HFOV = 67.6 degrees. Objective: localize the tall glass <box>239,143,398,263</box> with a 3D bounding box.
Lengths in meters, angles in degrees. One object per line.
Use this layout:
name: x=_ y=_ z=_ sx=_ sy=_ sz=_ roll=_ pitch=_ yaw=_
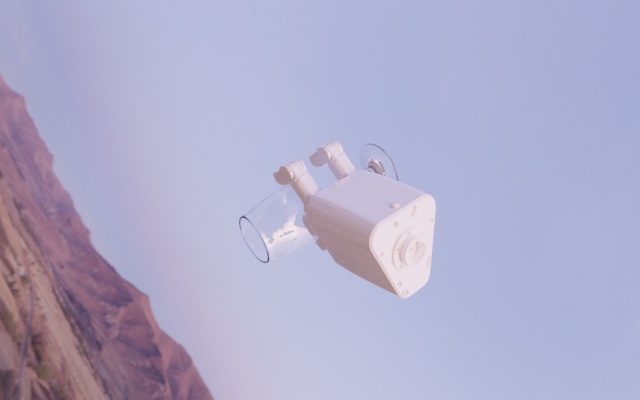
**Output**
tall glass: x=0.001 y=0.002 z=0.595 sx=0.201 sy=0.079 sz=0.079 roll=-29 pitch=14 yaw=-26
